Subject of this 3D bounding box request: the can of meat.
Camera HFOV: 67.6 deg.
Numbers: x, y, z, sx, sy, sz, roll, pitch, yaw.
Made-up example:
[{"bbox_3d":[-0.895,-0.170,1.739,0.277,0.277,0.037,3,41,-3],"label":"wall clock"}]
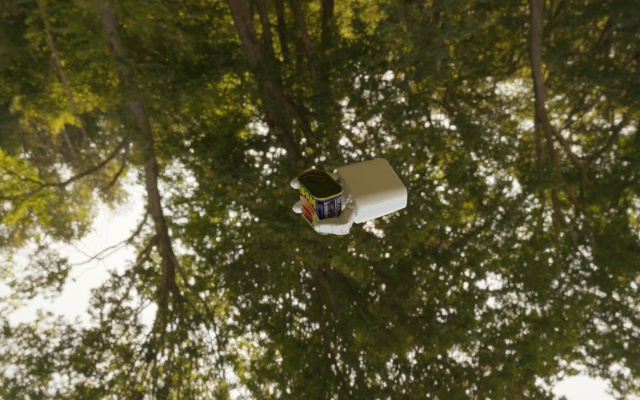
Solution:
[{"bbox_3d":[0.000,0.003,0.881,0.057,0.084,0.102,-18,36,-20],"label":"can of meat"}]
